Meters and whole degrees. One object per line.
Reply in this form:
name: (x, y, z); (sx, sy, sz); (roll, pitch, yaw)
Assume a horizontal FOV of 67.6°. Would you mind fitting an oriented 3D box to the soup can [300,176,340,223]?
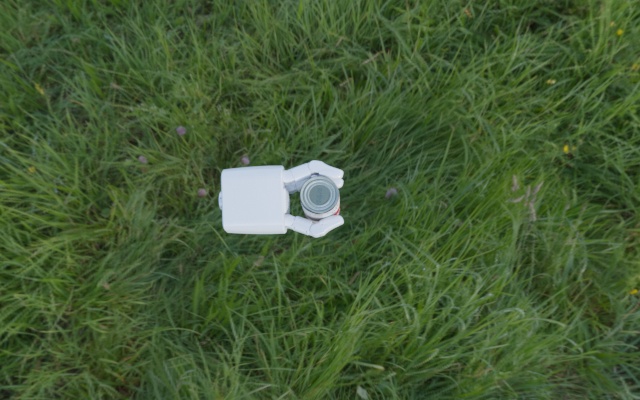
soup can: (0.001, 0.003, 0.839); (0.068, 0.068, 0.102); (0, -15, 3)
